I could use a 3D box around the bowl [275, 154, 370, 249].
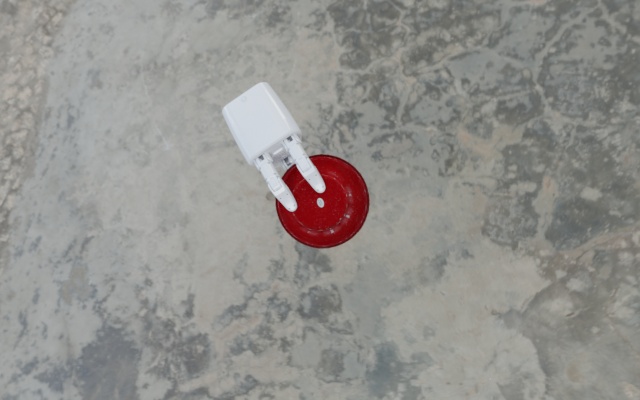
[{"bbox_3d":[0.001,0.004,0.789,0.162,0.162,0.055,0,2,6],"label":"bowl"}]
